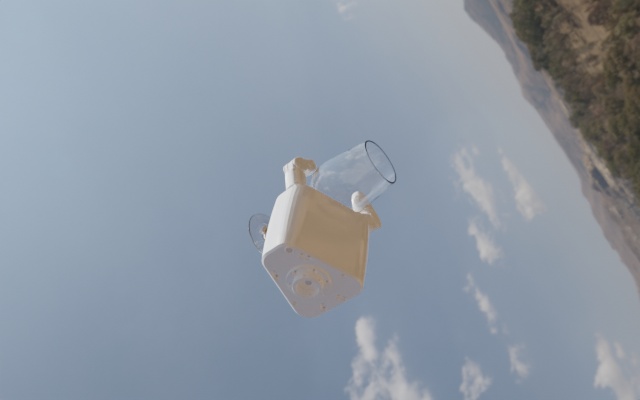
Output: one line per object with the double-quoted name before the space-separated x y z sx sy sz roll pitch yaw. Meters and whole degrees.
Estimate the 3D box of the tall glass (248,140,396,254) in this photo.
"tall glass" 0.000 0.002 0.623 0.201 0.079 0.079 -34 -17 27
